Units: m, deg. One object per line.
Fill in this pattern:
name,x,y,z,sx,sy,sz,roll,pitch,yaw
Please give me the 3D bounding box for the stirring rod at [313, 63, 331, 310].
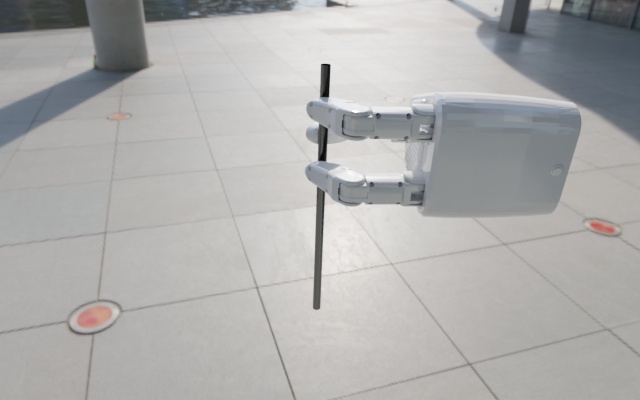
stirring rod,0.000,0.001,0.425,0.011,0.240,0.011,2,28,-1
